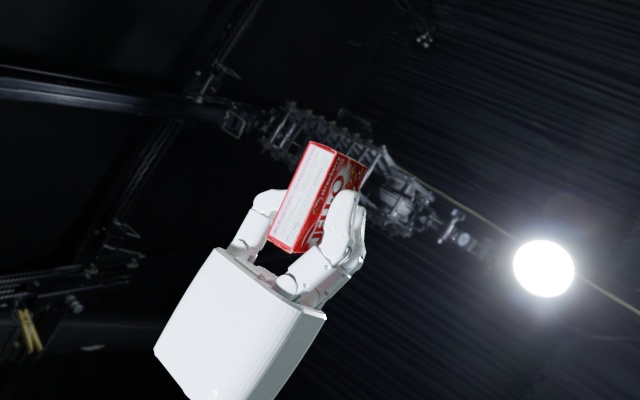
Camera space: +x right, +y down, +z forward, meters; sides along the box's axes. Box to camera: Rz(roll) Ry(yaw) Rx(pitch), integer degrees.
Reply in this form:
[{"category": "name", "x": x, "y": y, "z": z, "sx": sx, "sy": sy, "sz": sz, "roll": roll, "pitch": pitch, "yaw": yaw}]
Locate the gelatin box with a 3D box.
[{"category": "gelatin box", "x": 0.000, "y": 0.001, "z": 0.405, "sx": 0.030, "sy": 0.089, "sz": 0.073, "roll": 27, "pitch": 5, "yaw": 26}]
